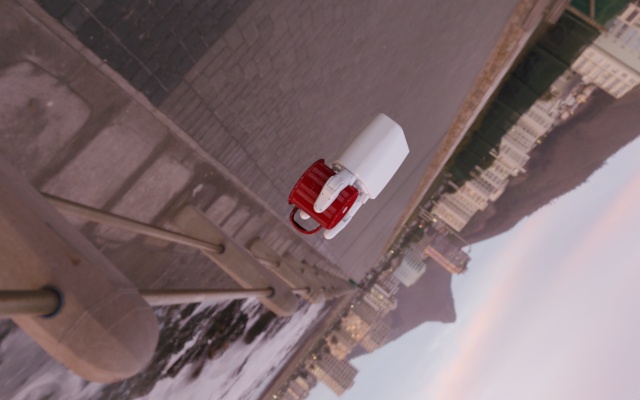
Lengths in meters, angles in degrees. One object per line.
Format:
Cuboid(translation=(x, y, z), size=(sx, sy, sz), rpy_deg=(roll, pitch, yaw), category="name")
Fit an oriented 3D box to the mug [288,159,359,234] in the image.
Cuboid(translation=(-0.001, 0.004, 0.769), size=(0.081, 0.117, 0.093), rpy_deg=(38, -3, 10), category="mug")
